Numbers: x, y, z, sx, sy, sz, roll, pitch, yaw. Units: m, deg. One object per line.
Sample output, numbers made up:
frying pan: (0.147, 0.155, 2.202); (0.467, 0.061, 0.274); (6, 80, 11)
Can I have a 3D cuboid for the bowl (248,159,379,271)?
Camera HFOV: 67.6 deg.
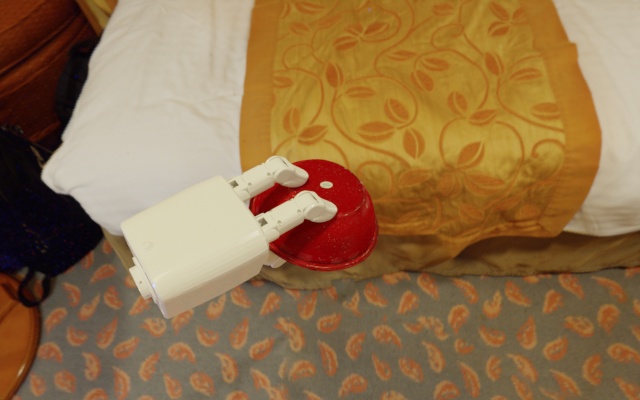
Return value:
bowl: (0.001, 0.001, 0.560); (0.162, 0.162, 0.055); (0, -43, -20)
